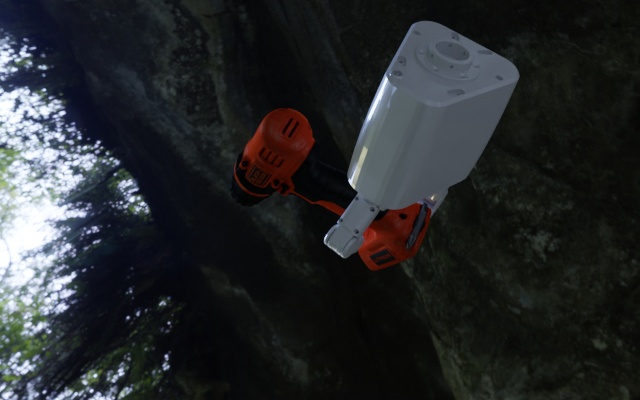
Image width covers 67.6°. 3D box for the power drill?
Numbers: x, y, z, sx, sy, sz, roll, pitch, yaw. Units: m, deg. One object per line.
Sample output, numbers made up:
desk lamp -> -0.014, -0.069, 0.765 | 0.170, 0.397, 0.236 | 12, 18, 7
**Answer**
power drill -> 0.001, 0.002, 0.482 | 0.187, 0.057, 0.184 | 30, -23, -10
